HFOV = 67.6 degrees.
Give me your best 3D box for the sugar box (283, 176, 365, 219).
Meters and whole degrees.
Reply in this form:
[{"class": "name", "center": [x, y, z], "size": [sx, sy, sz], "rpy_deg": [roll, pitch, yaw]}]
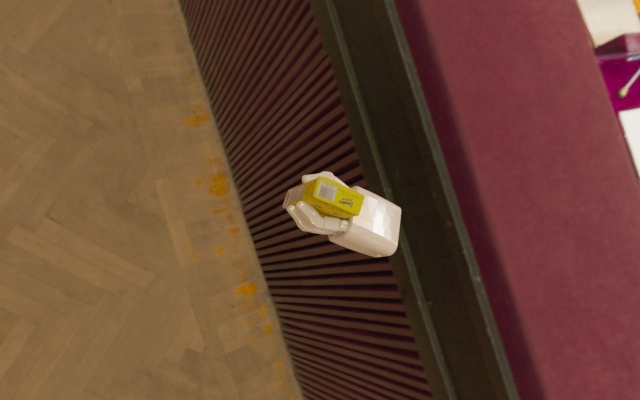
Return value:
[{"class": "sugar box", "center": [0.000, 0.003, 0.893], "size": [0.093, 0.048, 0.176], "rpy_deg": [24, -17, -17]}]
